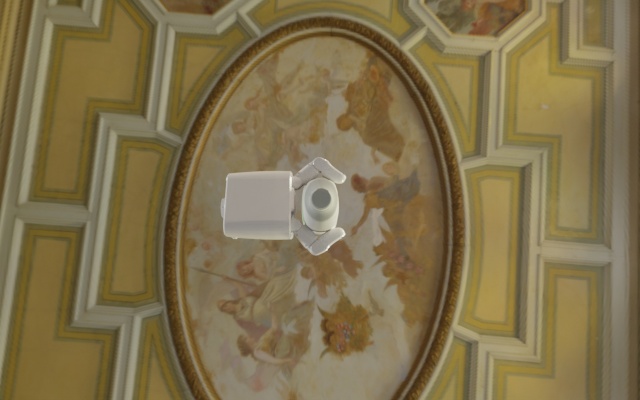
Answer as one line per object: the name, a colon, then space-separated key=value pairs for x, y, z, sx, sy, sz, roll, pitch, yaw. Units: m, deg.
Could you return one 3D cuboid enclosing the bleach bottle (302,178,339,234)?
bleach bottle: x=0.000 y=0.003 z=0.785 sx=0.068 sy=0.102 sz=0.251 roll=0 pitch=-6 yaw=-1
